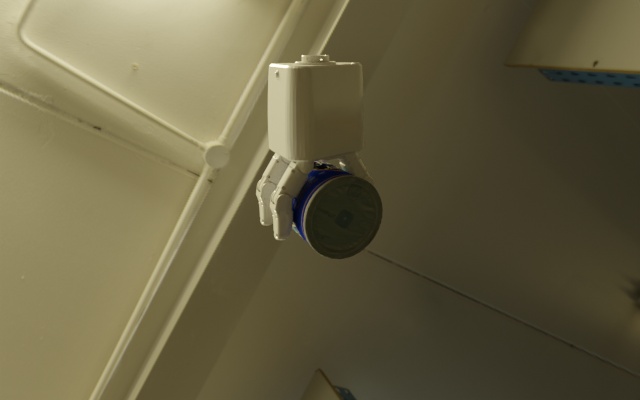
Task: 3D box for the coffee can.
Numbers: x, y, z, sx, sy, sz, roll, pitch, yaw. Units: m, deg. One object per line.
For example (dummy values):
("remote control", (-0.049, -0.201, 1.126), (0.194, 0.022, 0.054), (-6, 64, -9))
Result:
("coffee can", (0.000, 0.002, 0.617), (0.103, 0.103, 0.140), (0, 16, -26))
